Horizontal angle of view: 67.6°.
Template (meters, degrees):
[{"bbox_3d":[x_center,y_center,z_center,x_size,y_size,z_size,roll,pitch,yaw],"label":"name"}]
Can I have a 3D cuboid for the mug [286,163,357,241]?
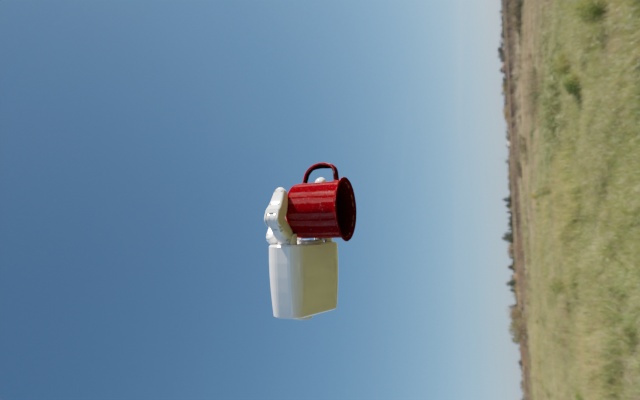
[{"bbox_3d":[0.000,0.001,0.703,0.081,0.117,0.093,-3,-4,22],"label":"mug"}]
